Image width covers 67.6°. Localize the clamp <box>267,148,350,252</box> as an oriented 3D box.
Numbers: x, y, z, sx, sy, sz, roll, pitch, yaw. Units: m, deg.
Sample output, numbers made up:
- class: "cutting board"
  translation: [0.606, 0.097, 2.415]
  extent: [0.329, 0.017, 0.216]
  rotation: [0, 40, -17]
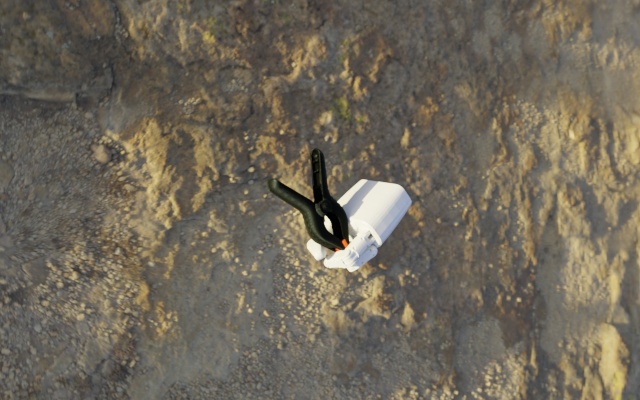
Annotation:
- class: "clamp"
  translation: [0.000, 0.003, 0.765]
  extent: [0.120, 0.171, 0.039]
  rotation: [-46, 20, -29]
